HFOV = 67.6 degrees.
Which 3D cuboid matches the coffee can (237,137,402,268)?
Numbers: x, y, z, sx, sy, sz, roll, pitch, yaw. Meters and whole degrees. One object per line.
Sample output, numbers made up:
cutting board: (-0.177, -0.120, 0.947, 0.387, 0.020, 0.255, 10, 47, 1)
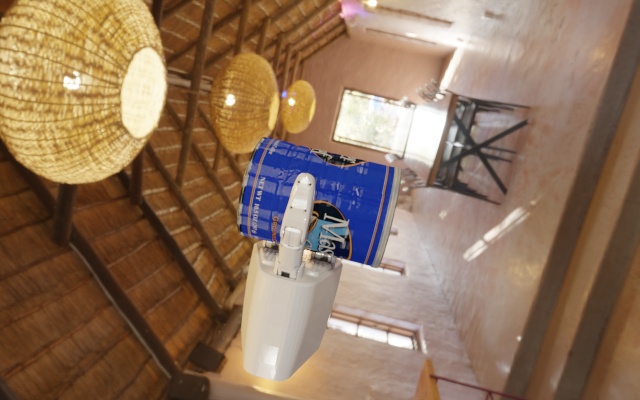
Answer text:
coffee can: (0.000, 0.001, 0.477, 0.140, 0.103, 0.103, 13, 1, 4)
